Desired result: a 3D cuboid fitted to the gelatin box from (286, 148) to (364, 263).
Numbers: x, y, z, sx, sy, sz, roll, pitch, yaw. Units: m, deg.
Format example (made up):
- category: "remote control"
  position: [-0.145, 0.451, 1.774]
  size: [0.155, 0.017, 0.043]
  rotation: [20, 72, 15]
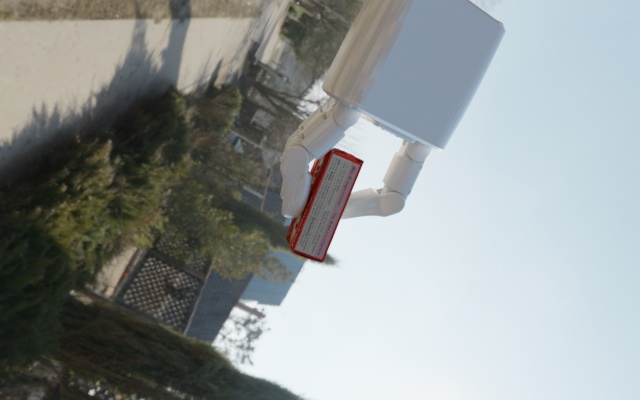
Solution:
- category: "gelatin box"
  position: [0.000, 0.002, 0.404]
  size: [0.030, 0.089, 0.073]
  rotation: [21, 1, -9]
